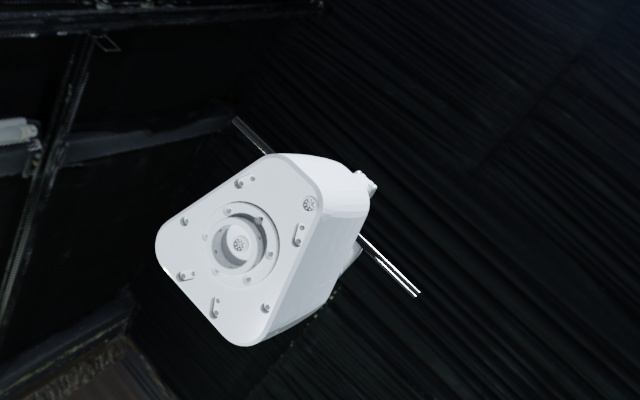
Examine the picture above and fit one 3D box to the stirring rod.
[{"bbox_3d":[0.000,0.001,0.445,0.239,0.011,0.011,44,12,13],"label":"stirring rod"}]
